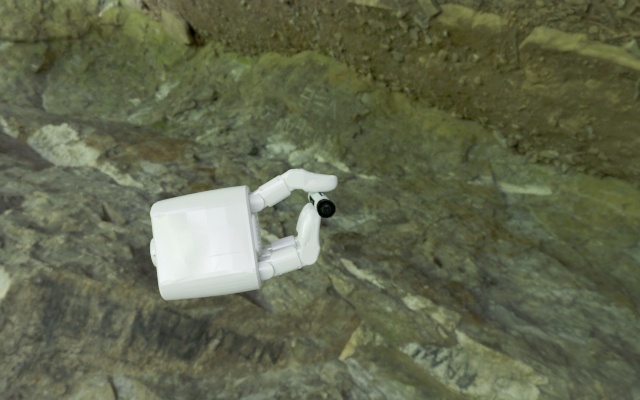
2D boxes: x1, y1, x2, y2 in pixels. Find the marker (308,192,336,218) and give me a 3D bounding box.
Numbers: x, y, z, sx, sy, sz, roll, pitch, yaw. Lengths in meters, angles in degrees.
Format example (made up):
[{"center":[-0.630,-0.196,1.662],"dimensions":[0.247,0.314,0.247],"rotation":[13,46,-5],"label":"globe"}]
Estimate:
[{"center":[0.000,0.002,0.520],"dimensions":[0.020,0.020,0.121],"rotation":[0,7,-6],"label":"marker"}]
